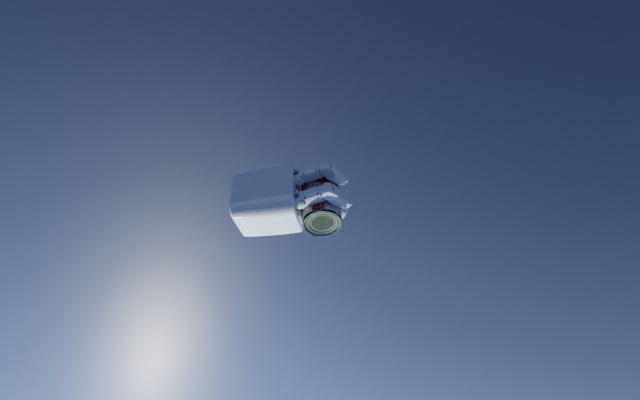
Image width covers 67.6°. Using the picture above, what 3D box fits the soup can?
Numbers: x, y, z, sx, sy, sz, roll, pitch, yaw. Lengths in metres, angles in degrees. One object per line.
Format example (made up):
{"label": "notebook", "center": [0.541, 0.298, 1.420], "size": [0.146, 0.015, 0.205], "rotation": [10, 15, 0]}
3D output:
{"label": "soup can", "center": [0.001, 0.003, 0.812], "size": [0.068, 0.102, 0.069], "rotation": [-2, -44, -2]}
